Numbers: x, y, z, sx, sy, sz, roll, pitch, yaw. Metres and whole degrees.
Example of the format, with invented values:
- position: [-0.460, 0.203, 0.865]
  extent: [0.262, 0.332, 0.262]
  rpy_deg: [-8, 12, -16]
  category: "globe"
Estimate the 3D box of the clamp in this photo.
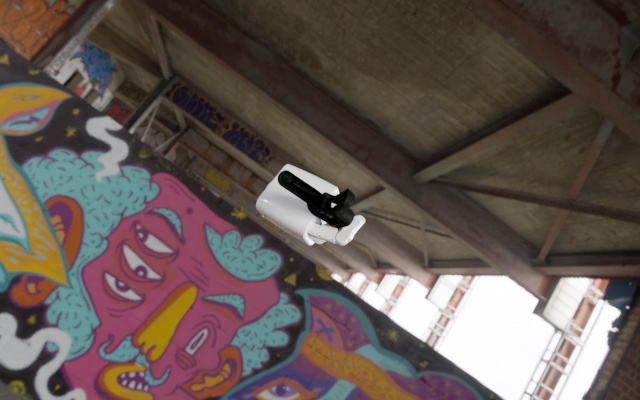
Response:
- position: [0.001, 0.002, 0.744]
  extent: [0.120, 0.039, 0.171]
  rpy_deg: [26, -16, 14]
  category: "clamp"
